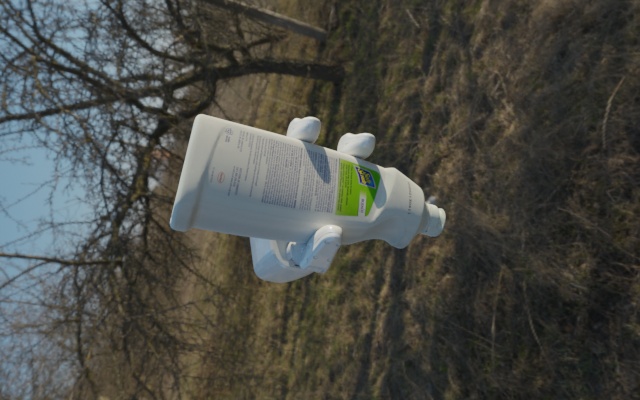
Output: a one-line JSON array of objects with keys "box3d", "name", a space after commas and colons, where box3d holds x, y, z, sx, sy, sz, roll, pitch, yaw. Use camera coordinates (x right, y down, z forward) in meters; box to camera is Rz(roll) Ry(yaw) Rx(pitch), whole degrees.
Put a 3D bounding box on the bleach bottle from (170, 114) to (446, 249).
[{"box3d": [0.000, 0.001, 0.440, 0.251, 0.102, 0.068, 14, -23, -16], "name": "bleach bottle"}]
